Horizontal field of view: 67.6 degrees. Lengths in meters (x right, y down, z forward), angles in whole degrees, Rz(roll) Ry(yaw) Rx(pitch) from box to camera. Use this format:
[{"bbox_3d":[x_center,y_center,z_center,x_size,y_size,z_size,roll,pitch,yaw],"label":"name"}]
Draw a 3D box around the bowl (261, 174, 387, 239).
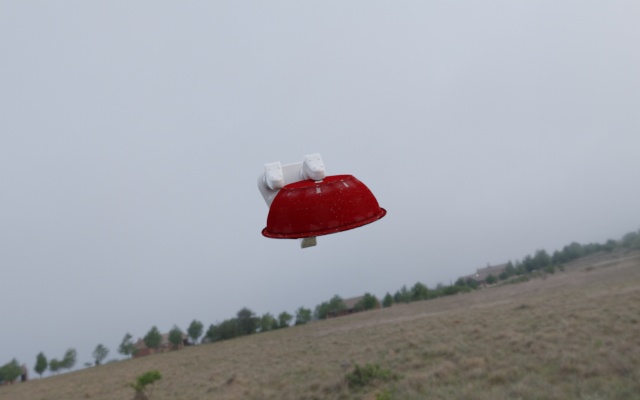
[{"bbox_3d":[0.001,0.002,0.603,0.162,0.055,0.162,-9,8,1],"label":"bowl"}]
